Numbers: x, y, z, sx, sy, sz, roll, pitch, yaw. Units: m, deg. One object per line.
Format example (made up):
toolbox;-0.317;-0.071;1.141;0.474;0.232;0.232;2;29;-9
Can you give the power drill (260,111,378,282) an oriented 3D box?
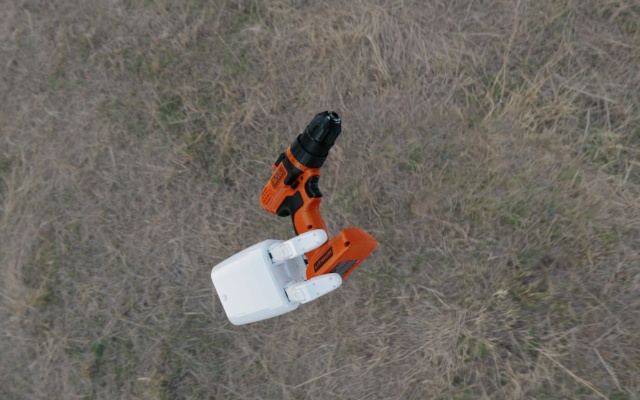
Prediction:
power drill;0.000;0.003;0.626;0.057;0.187;0.184;0;-40;-38
